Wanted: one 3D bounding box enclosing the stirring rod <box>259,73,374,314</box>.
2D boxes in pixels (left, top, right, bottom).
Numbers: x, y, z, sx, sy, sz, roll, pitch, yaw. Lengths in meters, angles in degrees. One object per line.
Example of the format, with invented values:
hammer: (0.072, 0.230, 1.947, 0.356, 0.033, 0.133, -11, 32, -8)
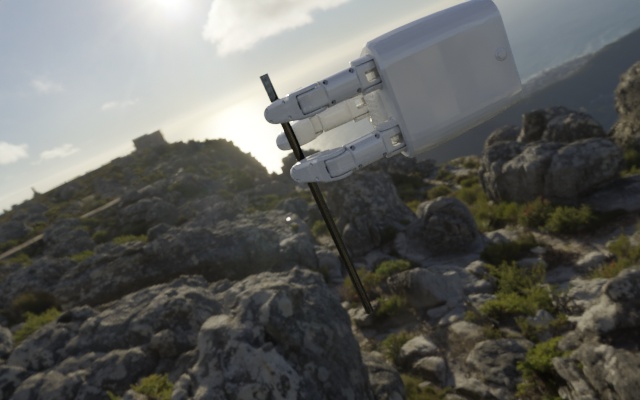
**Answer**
stirring rod: (0.000, 0.001, 0.429, 0.011, 0.239, 0.011, -22, 16, 7)
